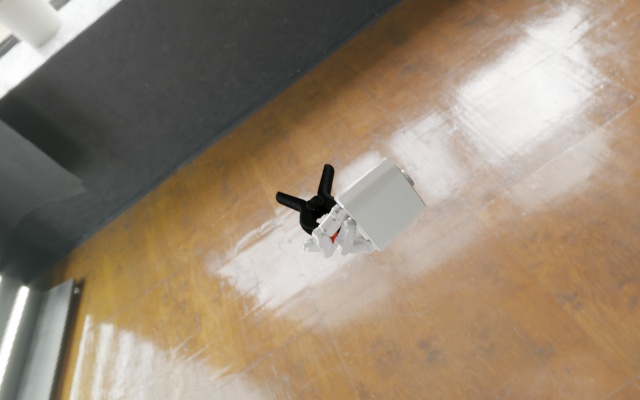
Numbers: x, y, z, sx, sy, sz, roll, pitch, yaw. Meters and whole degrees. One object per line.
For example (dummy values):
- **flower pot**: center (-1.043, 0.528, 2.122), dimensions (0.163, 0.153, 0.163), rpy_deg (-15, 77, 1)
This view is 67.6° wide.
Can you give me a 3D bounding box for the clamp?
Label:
- **clamp**: center (0.000, 0.003, 0.833), dimensions (0.171, 0.120, 0.039), rpy_deg (49, -1, 45)
